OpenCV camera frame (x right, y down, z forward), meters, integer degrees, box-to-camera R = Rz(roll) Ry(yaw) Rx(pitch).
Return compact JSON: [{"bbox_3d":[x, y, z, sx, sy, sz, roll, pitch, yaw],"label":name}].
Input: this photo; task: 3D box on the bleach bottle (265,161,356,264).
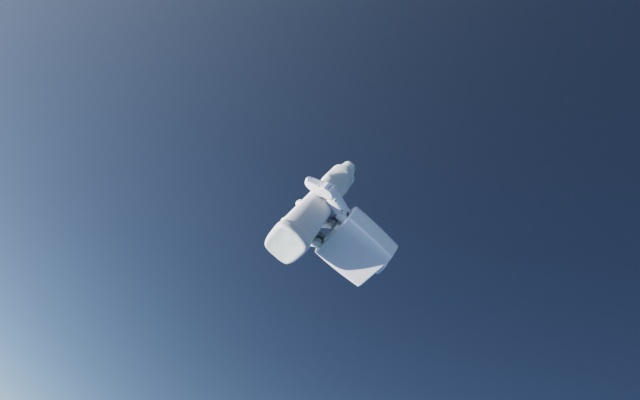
[{"bbox_3d":[0.000,0.003,0.879,0.250,0.068,0.103,-50,2,-39],"label":"bleach bottle"}]
